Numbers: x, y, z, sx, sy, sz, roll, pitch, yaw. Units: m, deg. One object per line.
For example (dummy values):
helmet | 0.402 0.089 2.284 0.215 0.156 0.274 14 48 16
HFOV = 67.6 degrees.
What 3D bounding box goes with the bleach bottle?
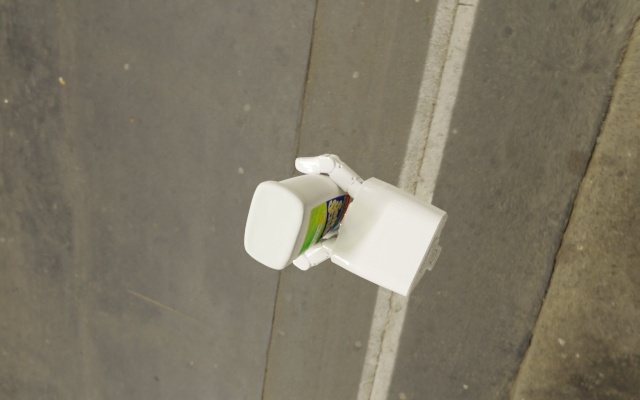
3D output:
bleach bottle | 0.000 0.002 0.635 0.068 0.103 0.250 26 24 19
